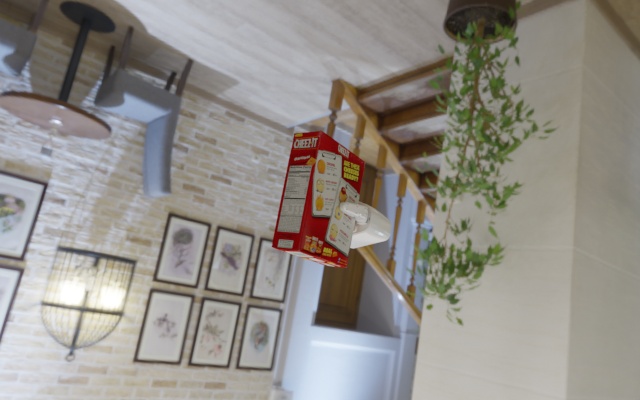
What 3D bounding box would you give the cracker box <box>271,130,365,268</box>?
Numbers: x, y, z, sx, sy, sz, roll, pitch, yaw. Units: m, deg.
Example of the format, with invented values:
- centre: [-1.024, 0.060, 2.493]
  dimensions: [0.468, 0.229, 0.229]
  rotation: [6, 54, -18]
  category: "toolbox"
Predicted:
- centre: [0.000, 0.003, 0.875]
  dimensions: [0.072, 0.213, 0.164]
  rotation: [2, -15, 34]
  category: "cracker box"
